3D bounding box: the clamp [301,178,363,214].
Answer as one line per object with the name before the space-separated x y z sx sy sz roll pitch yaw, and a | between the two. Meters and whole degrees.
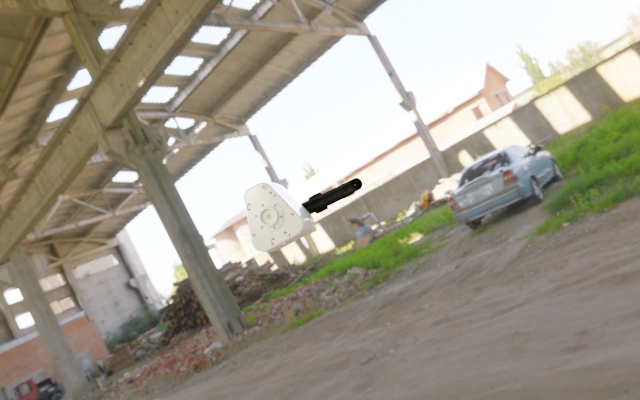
clamp | 0.000 0.002 0.882 0.171 0.039 0.120 -28 -5 5
